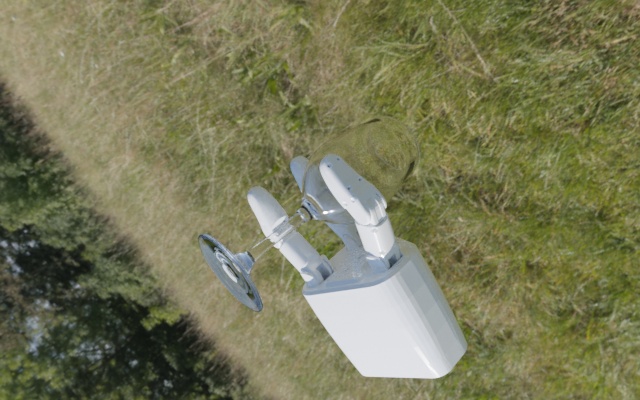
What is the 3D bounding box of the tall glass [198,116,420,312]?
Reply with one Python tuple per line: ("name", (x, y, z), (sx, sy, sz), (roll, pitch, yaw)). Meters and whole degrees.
("tall glass", (0.000, 0.002, 0.407), (0.201, 0.079, 0.079), (-39, 20, -27))
